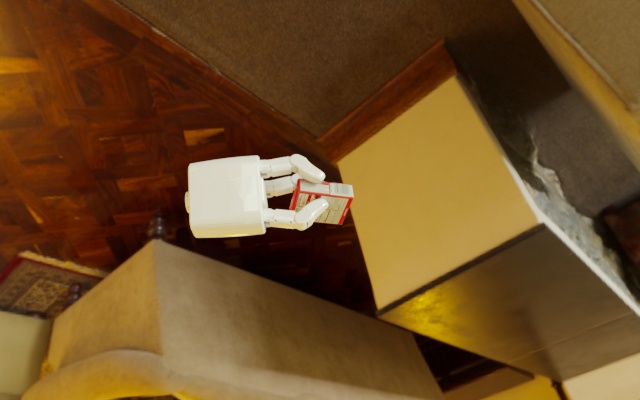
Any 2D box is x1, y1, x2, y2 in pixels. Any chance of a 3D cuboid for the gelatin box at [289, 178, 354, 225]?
[{"bbox_3d":[0.000,0.003,0.749,0.089,0.030,0.073,7,-39,-11],"label":"gelatin box"}]
